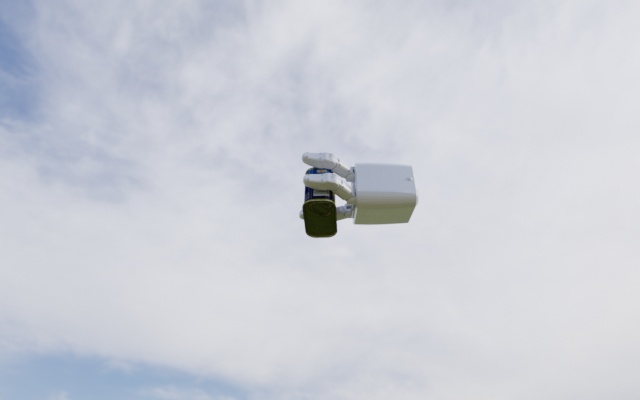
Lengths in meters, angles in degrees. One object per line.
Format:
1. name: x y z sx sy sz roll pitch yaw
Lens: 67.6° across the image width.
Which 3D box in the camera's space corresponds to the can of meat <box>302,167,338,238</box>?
1. can of meat: 0.000 0.003 0.847 0.057 0.083 0.102 -2 -41 3
